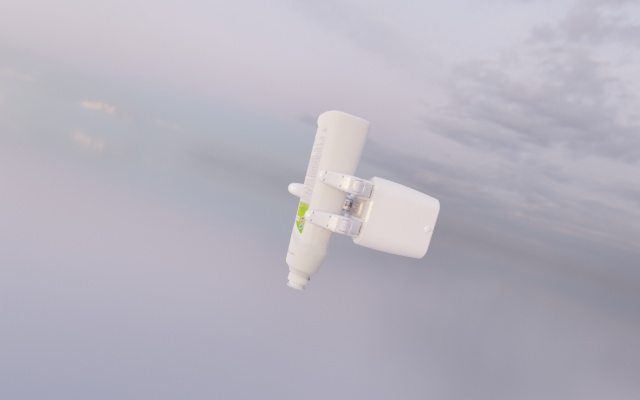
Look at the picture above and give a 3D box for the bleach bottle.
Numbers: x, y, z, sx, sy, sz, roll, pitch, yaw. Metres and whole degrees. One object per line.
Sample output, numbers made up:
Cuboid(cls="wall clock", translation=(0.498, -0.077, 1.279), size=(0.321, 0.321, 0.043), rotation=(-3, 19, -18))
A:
Cuboid(cls="bleach bottle", translation=(0.000, 0.002, 0.686), size=(0.068, 0.251, 0.102), rotation=(17, 1, -13))
